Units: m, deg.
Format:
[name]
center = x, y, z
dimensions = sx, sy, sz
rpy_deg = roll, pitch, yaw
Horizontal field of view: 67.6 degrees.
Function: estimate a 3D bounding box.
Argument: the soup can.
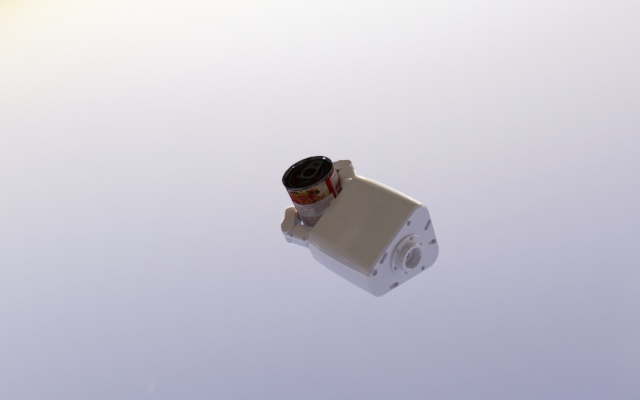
[soup can]
center = 0.000, 0.002, 0.622
dimensions = 0.068, 0.102, 0.068
rpy_deg = -16, 36, 12
